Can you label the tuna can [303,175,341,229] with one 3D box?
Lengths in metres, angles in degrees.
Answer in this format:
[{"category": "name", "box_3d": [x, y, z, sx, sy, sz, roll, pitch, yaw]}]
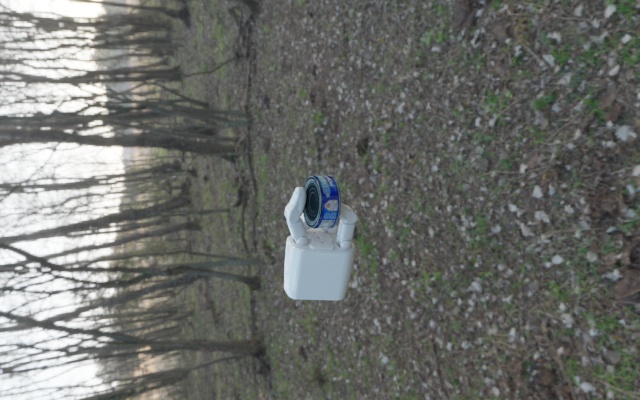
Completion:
[{"category": "tuna can", "box_3d": [0.000, 0.002, 0.762, 0.034, 0.086, 0.086, 0, 0, -23]}]
